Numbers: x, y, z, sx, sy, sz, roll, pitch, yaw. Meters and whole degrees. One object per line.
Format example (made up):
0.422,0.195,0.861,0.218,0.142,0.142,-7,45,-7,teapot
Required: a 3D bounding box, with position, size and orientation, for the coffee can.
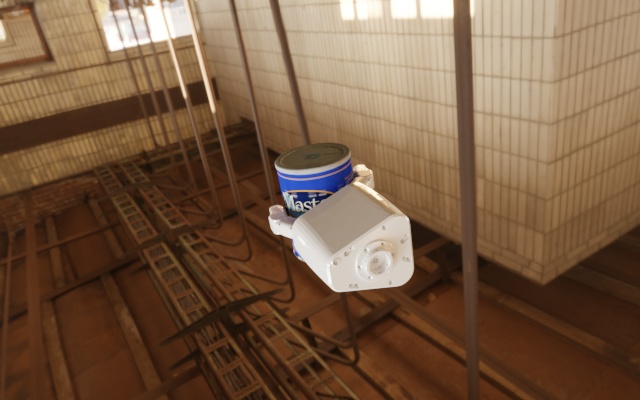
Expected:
0.000,0.002,0.667,0.103,0.140,0.102,-8,24,4,coffee can
